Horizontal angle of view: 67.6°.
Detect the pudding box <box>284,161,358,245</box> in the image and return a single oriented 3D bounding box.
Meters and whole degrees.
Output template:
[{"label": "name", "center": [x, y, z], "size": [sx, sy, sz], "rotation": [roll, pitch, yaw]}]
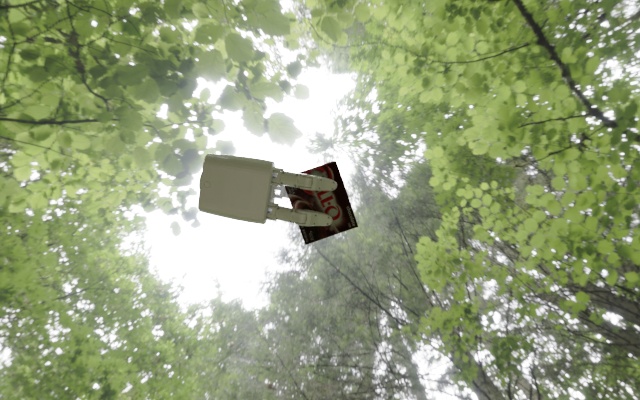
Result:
[{"label": "pudding box", "center": [0.000, 0.002, 0.761], "size": [0.090, 0.113, 0.039], "rotation": [-19, 7, 1]}]
